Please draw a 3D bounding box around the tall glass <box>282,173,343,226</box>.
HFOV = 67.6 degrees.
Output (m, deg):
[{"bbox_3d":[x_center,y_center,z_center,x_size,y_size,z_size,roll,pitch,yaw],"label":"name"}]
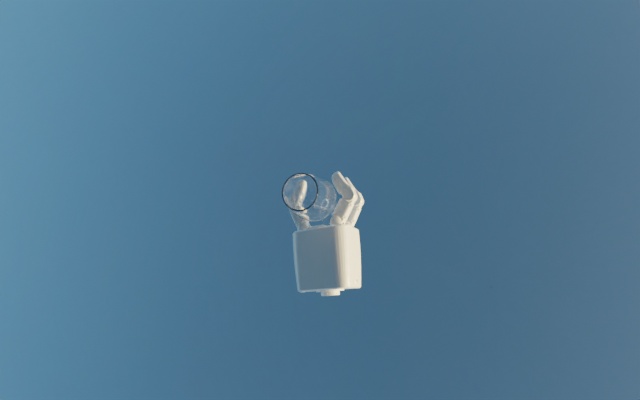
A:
[{"bbox_3d":[0.000,0.003,0.842,0.079,0.079,0.201,0,-10,20],"label":"tall glass"}]
